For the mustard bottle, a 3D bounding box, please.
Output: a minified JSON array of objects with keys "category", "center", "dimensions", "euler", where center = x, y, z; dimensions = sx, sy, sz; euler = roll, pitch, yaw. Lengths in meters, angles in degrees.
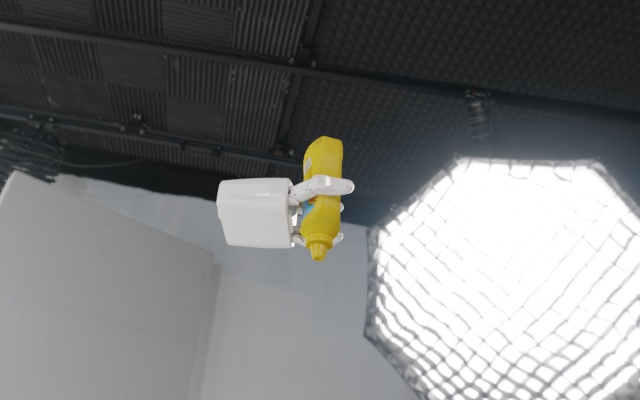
[{"category":"mustard bottle","center":[0.000,0.002,0.734],"dimensions":[0.058,0.191,0.096],"euler":[13,-33,-16]}]
